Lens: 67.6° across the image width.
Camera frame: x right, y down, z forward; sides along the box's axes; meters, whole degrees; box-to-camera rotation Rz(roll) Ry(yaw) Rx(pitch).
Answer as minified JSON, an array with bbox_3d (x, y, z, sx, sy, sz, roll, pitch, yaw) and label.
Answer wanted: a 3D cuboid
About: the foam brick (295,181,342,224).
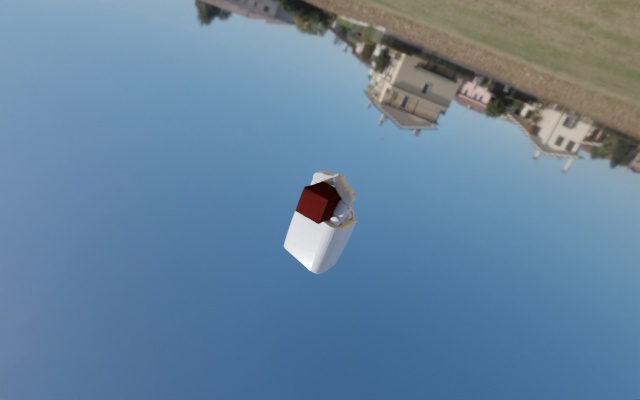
[{"bbox_3d":[0.000,0.003,0.866,0.053,0.051,0.078,30,21,18],"label":"foam brick"}]
